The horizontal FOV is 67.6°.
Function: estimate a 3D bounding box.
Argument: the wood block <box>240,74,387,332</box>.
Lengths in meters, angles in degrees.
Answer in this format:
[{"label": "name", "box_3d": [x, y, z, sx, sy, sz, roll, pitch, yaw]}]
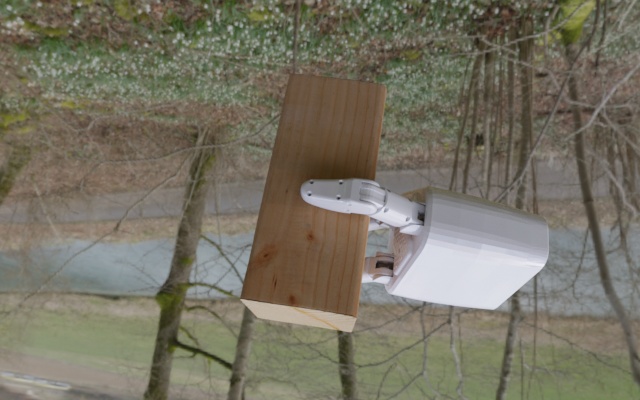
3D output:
[{"label": "wood block", "box_3d": [0.000, 0.001, 0.428, 0.090, 0.206, 0.091, 8, -22, 4]}]
